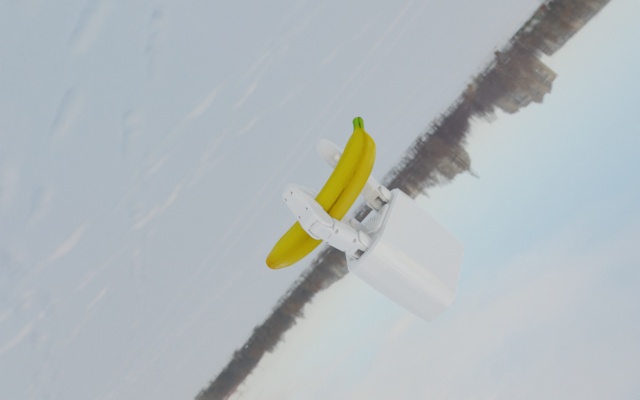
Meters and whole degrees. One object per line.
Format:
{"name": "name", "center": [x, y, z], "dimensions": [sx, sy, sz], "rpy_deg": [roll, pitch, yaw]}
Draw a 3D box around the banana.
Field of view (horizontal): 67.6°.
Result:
{"name": "banana", "center": [0.006, 0.003, 0.512], "dimensions": [0.037, 0.198, 0.069], "rpy_deg": [33, 4, -18]}
